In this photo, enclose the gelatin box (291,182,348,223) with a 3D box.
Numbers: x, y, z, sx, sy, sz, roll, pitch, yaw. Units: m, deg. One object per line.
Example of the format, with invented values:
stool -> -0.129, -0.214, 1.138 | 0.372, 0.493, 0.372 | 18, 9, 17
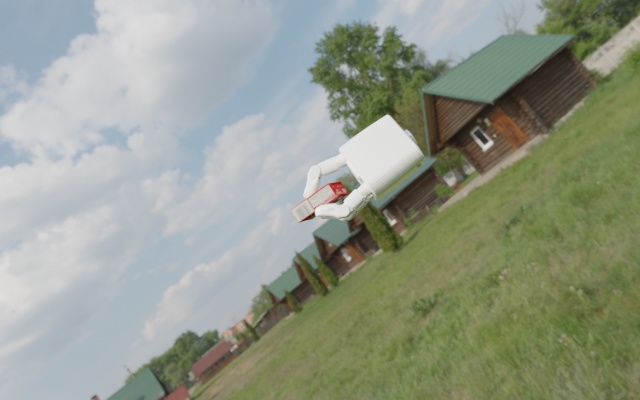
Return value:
gelatin box -> 0.000, 0.003, 0.848 | 0.089, 0.030, 0.073 | -35, -8, 16
